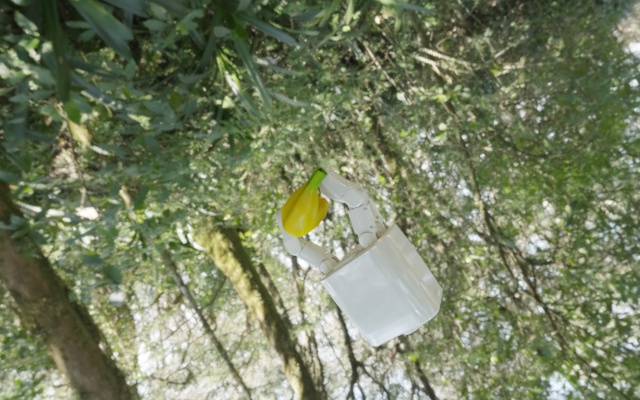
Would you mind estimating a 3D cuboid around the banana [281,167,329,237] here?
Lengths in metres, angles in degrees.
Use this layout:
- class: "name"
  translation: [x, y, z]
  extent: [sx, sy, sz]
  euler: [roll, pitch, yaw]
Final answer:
- class: "banana"
  translation: [-0.014, 0.013, 0.552]
  extent: [0.069, 0.037, 0.198]
  euler: [-41, -6, -5]
